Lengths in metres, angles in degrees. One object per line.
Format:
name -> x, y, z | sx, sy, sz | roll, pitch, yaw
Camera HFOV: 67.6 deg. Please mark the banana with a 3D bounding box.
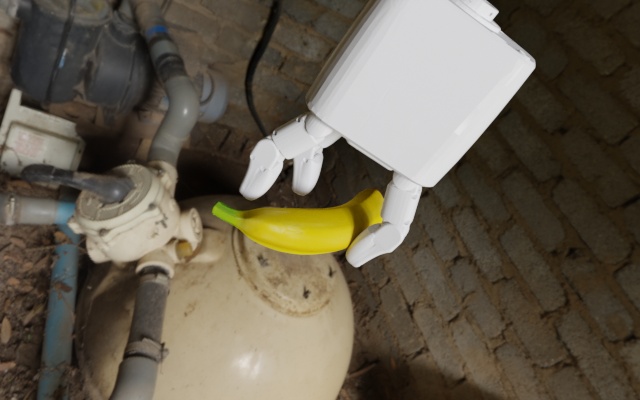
banana -> 0.008, 0.014, 0.415 | 0.198, 0.037, 0.069 | -3, 46, -46
